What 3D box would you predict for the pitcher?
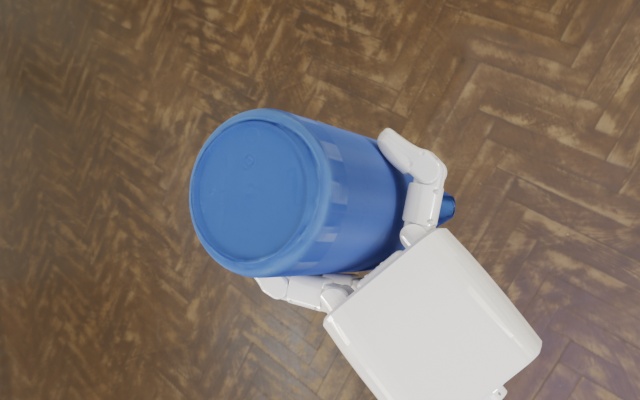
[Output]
[{"bbox_3d":[0.000,0.001,0.406,0.149,0.145,0.243,-46,-21,17],"label":"pitcher"}]
